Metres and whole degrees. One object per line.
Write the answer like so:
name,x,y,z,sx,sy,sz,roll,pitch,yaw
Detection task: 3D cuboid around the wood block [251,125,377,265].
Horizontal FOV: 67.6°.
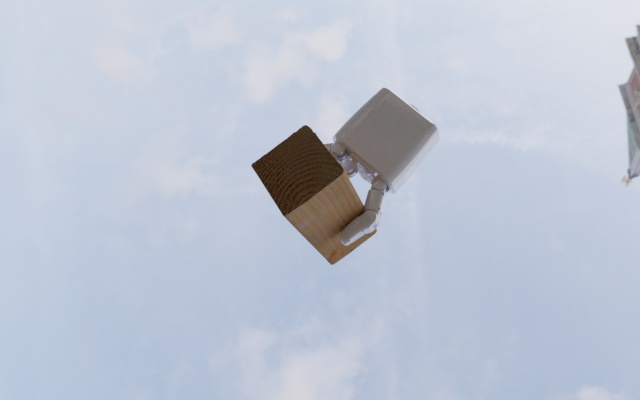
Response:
wood block,0.001,0.002,0.656,0.090,0.090,0.206,-36,-29,0
